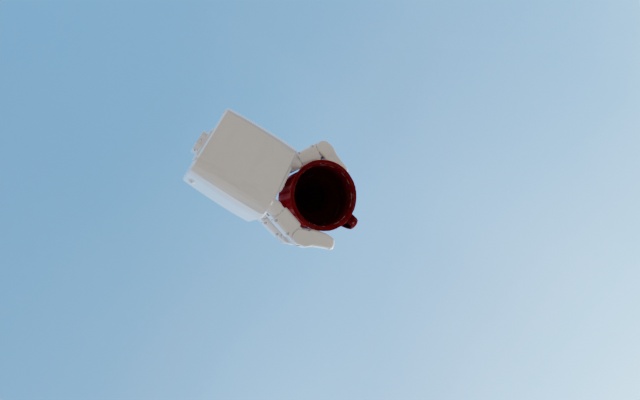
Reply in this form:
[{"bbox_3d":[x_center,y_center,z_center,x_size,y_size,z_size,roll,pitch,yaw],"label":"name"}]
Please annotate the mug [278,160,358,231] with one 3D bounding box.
[{"bbox_3d":[0.001,0.003,0.658,0.117,0.093,0.081,34,-15,-16],"label":"mug"}]
